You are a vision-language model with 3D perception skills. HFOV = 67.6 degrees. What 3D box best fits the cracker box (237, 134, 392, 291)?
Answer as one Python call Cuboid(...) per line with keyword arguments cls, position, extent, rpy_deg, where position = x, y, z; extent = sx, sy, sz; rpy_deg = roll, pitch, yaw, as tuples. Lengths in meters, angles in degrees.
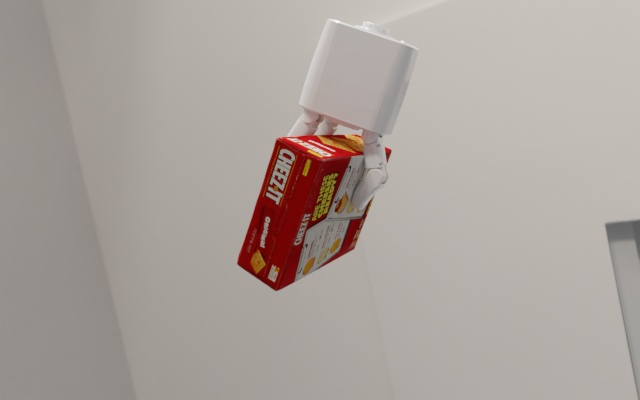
Cuboid(cls="cracker box", position=(0.000, 0.002, 0.611), extent=(0.072, 0.164, 0.213), rpy_deg=(27, 20, 22))
